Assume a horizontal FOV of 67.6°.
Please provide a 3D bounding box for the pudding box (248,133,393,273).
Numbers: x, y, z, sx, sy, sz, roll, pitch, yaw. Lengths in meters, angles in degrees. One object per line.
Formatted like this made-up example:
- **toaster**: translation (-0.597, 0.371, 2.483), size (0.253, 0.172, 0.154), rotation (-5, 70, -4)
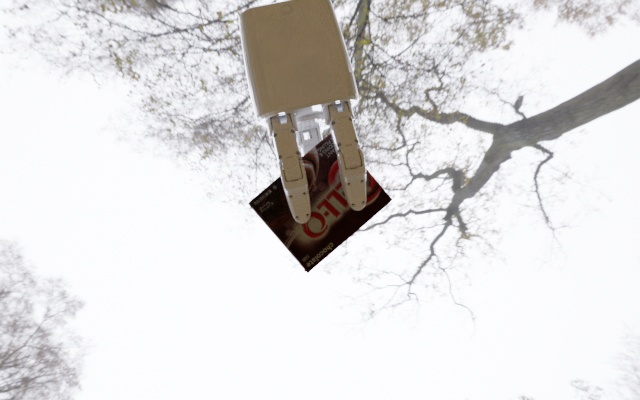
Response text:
- **pudding box**: translation (0.000, 0.002, 0.477), size (0.113, 0.090, 0.039), rotation (-41, 0, -4)
